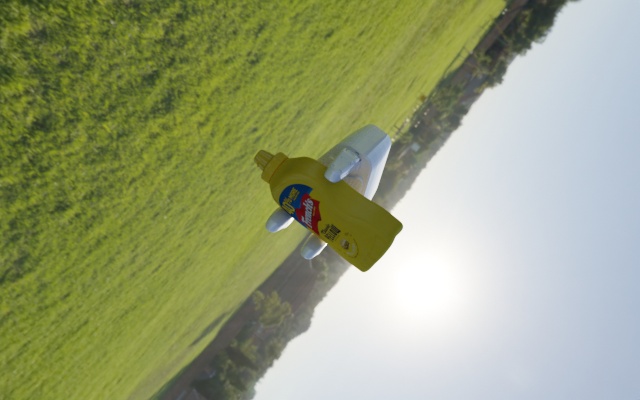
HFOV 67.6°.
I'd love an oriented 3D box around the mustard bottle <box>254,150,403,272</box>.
[{"bbox_3d":[0.000,0.002,0.572,0.191,0.058,0.096,38,-32,5],"label":"mustard bottle"}]
